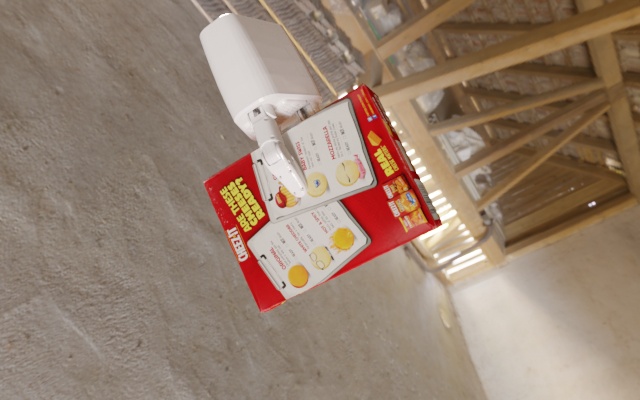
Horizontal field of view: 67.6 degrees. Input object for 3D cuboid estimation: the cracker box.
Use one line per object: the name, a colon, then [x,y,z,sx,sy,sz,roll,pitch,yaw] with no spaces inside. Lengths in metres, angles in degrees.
cracker box: [0.000,0.002,0.524,0.214,0.164,0.072,-29,-10,19]
